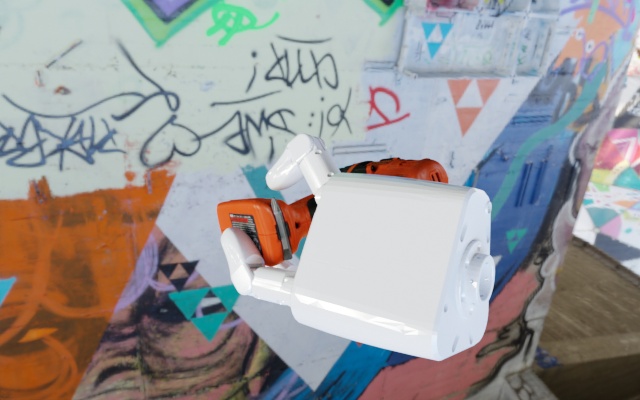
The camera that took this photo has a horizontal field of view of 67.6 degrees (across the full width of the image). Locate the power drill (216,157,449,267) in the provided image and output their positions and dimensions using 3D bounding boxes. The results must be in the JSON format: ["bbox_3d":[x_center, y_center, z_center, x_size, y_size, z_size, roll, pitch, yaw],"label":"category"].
[{"bbox_3d":[0.000,0.002,0.464,0.187,0.057,0.184,-20,9,-30],"label":"power drill"}]
